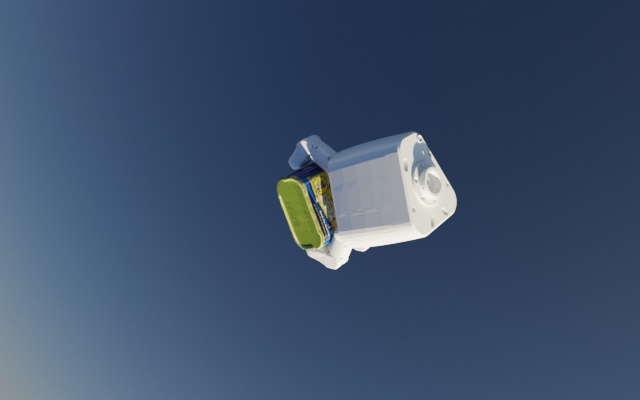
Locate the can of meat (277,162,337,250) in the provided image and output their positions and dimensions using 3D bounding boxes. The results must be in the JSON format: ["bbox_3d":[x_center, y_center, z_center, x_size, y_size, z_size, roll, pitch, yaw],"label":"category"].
[{"bbox_3d":[0.000,0.002,0.608,0.057,0.102,0.084,-9,15,47],"label":"can of meat"}]
